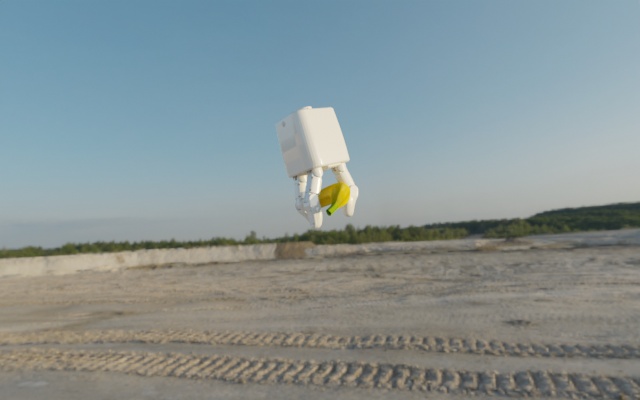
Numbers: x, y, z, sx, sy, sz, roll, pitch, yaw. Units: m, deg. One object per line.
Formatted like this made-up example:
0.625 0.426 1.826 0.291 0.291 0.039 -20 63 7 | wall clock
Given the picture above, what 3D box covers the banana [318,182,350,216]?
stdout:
0.017 -0.006 0.884 0.069 0.037 0.198 -30 6 -9 | banana
